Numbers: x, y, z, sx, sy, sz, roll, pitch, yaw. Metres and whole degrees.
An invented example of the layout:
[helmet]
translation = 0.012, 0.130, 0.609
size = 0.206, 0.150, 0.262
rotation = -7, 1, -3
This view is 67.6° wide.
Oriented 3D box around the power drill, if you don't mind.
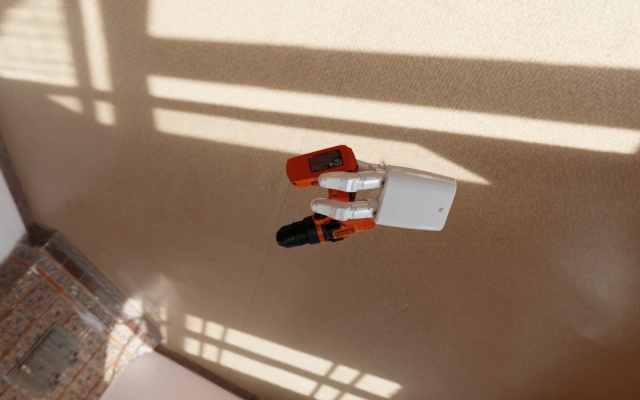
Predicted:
[power drill]
translation = 0.000, 0.002, 0.776
size = 0.184, 0.057, 0.188
rotation = -16, -38, 0
